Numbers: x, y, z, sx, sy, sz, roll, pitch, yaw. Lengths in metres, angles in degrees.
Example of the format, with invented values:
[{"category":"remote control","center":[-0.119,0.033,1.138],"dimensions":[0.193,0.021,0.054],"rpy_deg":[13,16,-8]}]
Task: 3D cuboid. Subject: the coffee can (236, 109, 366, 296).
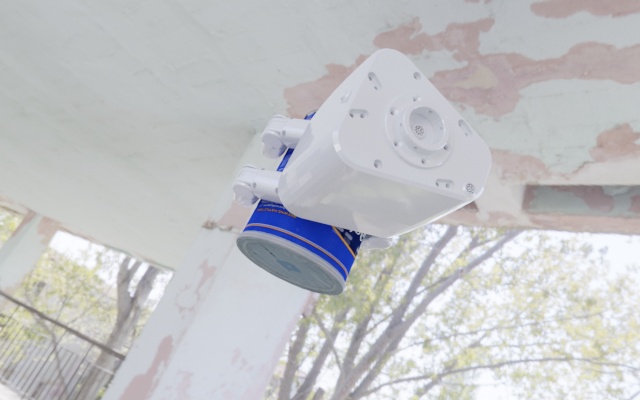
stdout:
[{"category":"coffee can","center":[0.000,0.002,0.442],"dimensions":[0.103,0.140,0.103],"rpy_deg":[22,-24,10]}]
